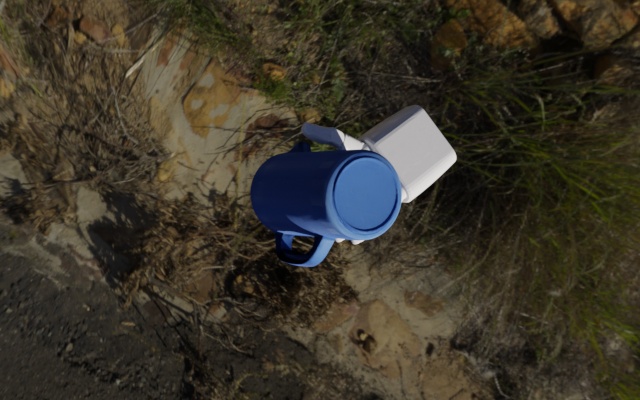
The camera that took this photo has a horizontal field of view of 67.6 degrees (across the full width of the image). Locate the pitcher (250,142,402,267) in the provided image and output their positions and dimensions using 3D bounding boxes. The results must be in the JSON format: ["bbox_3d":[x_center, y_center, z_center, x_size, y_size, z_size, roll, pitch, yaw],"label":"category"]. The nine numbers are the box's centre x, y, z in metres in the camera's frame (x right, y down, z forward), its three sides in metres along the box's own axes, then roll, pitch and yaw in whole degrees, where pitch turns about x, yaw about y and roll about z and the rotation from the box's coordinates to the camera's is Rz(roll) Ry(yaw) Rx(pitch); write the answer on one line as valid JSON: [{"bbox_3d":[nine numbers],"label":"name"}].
[{"bbox_3d":[0.000,0.002,0.661,0.145,0.149,0.243,-34,15,-21],"label":"pitcher"}]
